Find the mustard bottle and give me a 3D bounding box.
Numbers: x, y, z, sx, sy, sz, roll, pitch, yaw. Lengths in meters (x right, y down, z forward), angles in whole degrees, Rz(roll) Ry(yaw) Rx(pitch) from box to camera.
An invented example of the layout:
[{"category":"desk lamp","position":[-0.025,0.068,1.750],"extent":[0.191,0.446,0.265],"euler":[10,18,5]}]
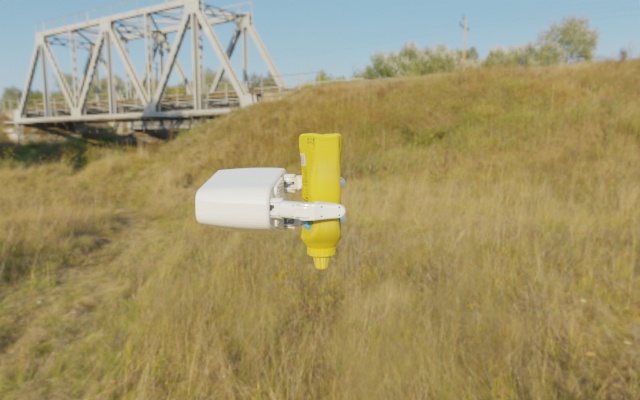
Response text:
[{"category":"mustard bottle","position":[0.000,0.002,0.674],"extent":[0.058,0.191,0.096],"euler":[-2,7,-13]}]
